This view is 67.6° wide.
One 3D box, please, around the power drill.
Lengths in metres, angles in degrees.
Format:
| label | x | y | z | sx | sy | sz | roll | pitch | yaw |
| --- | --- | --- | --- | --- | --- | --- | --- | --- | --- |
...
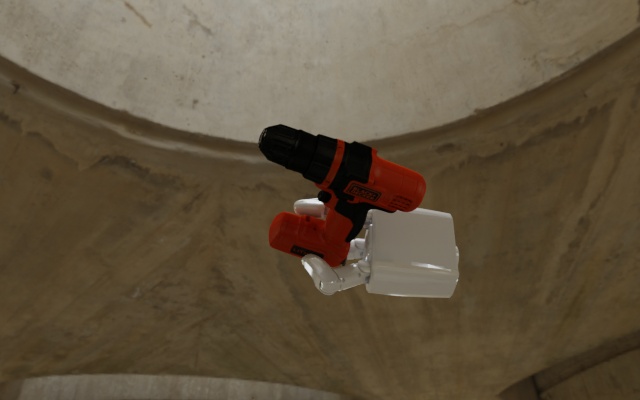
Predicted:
| label | x | y | z | sx | sy | sz | roll | pitch | yaw |
| --- | --- | --- | --- | --- | --- | --- | --- | --- | --- |
| power drill | 0.000 | 0.002 | 0.551 | 0.184 | 0.057 | 0.188 | 20 | -37 | -11 |
